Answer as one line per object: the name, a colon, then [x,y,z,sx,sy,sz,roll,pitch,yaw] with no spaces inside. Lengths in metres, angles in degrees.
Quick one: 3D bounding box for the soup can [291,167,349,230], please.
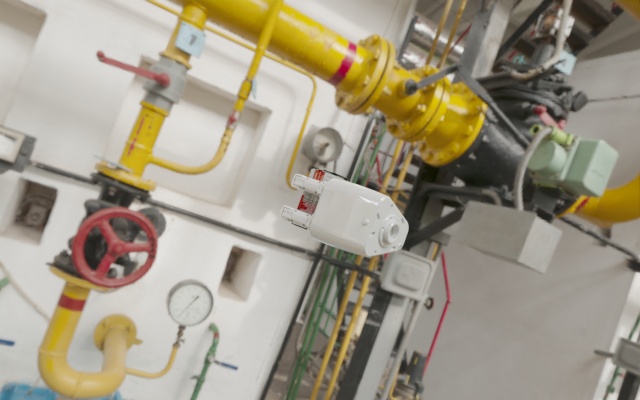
soup can: [0.000,0.002,0.795,0.068,0.102,0.068,20,-2,1]
